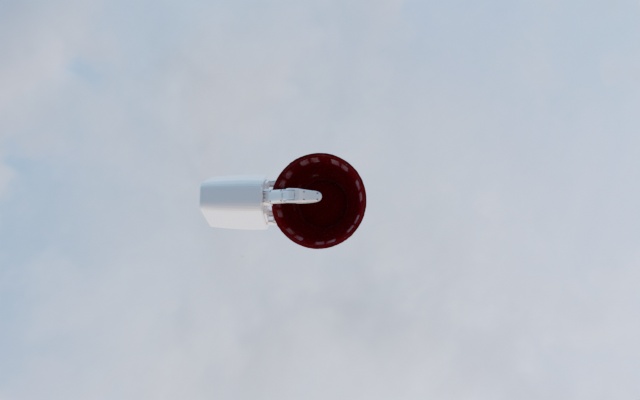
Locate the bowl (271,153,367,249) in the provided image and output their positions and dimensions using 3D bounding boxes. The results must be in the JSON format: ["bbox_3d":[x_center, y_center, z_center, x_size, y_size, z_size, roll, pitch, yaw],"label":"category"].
[{"bbox_3d":[0.001,0.003,0.817,0.162,0.162,0.055,0,-7,10],"label":"bowl"}]
